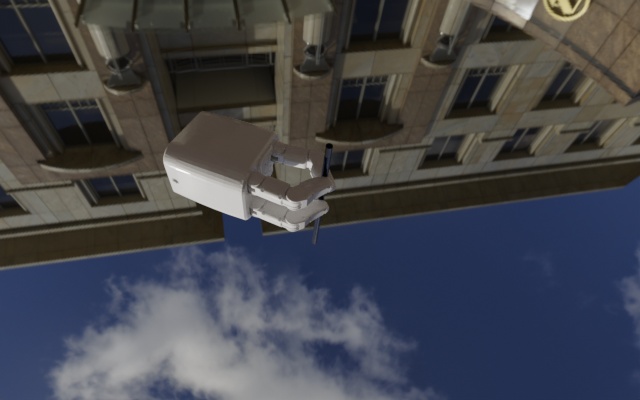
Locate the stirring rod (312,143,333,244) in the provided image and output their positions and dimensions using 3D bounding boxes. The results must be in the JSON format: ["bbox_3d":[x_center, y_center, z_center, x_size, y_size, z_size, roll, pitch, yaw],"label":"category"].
[{"bbox_3d":[0.000,0.002,0.620,0.011,0.011,0.240,0,-30,-5],"label":"stirring rod"}]
